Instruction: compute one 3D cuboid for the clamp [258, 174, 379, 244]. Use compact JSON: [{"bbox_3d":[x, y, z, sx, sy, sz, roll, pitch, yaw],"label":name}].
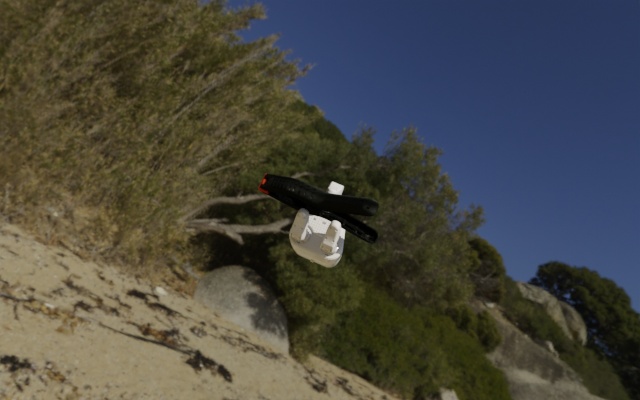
[{"bbox_3d":[0.000,0.002,0.746,0.210,0.036,0.165,23,-17,7],"label":"clamp"}]
